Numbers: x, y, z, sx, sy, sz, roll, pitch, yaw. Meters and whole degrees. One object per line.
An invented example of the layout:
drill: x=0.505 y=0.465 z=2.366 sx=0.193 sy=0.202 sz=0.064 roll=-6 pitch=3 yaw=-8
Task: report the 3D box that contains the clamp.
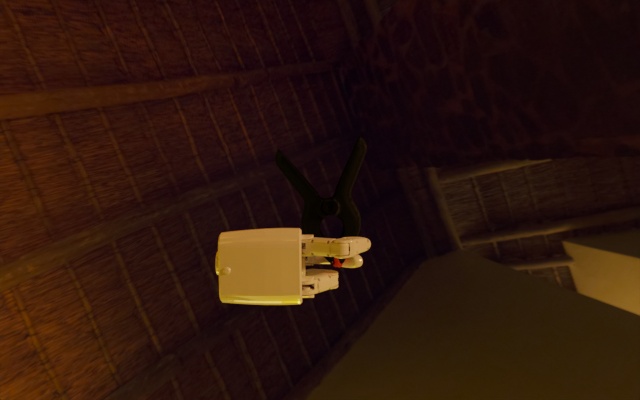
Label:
clamp: x=0.000 y=0.002 z=0.632 sx=0.120 sy=0.171 sz=0.039 roll=1 pitch=4 yaw=7
